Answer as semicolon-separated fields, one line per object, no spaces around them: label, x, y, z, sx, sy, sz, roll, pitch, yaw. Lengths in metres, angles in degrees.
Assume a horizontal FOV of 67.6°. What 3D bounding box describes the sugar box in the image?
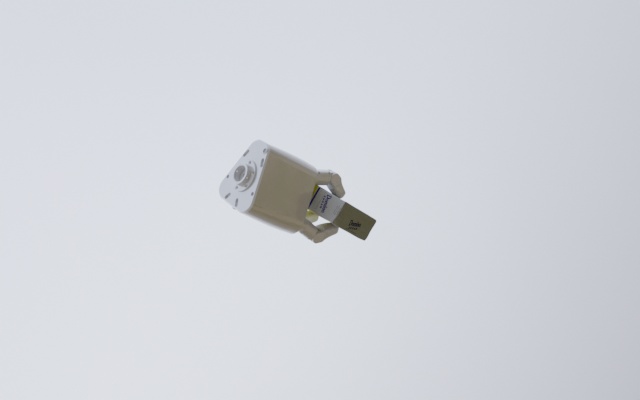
sugar box;0.000;0.003;0.796;0.176;0.048;0.093;33;2;44
